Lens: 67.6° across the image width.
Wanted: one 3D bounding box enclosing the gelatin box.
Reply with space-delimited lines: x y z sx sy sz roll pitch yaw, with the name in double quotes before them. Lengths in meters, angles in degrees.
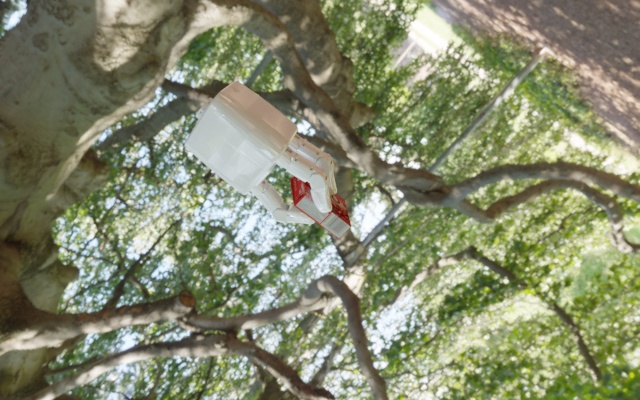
"gelatin box" 0.000 0.003 0.675 0.089 0.030 0.073 37 20 -24
